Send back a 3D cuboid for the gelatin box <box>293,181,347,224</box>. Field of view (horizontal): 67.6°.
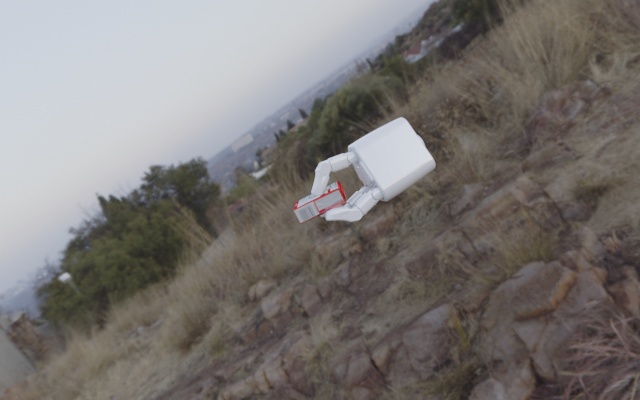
[{"bbox_3d":[0.000,0.002,0.821,0.089,0.030,0.073,-26,10,5],"label":"gelatin box"}]
